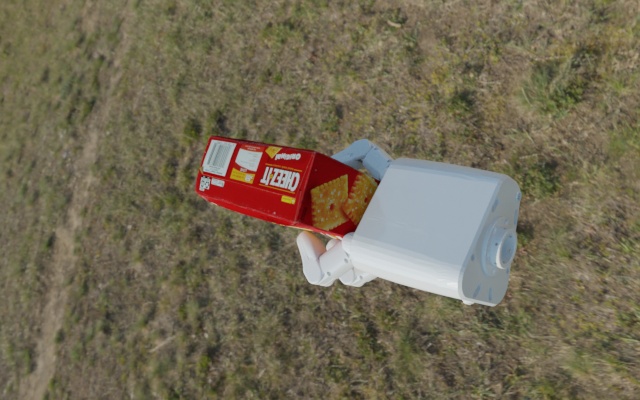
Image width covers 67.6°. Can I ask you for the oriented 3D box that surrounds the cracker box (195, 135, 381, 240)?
[{"bbox_3d":[0.000,0.001,0.514,0.164,0.072,0.214,14,-5,44],"label":"cracker box"}]
